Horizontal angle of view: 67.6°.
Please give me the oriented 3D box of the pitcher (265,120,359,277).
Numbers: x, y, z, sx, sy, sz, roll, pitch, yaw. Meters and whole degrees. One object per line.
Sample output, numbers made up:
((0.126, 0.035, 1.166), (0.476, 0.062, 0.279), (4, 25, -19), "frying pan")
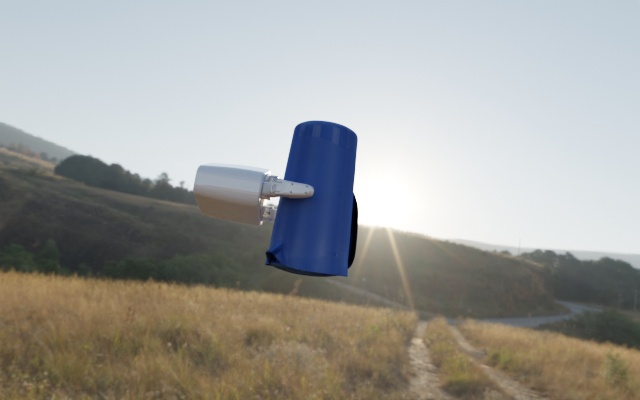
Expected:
((0.000, 0.003, 0.783), (0.145, 0.243, 0.149), (8, -8, 1), "pitcher")
